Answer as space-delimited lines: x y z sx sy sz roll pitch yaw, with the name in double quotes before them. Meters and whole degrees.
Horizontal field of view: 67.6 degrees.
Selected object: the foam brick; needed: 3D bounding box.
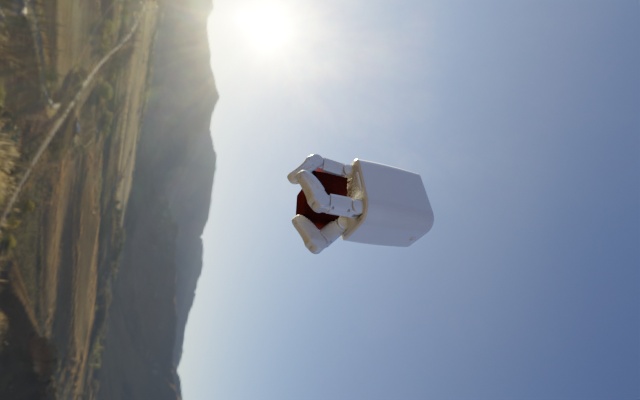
"foam brick" 0.000 0.002 0.681 0.051 0.053 0.078 12 -30 -16
